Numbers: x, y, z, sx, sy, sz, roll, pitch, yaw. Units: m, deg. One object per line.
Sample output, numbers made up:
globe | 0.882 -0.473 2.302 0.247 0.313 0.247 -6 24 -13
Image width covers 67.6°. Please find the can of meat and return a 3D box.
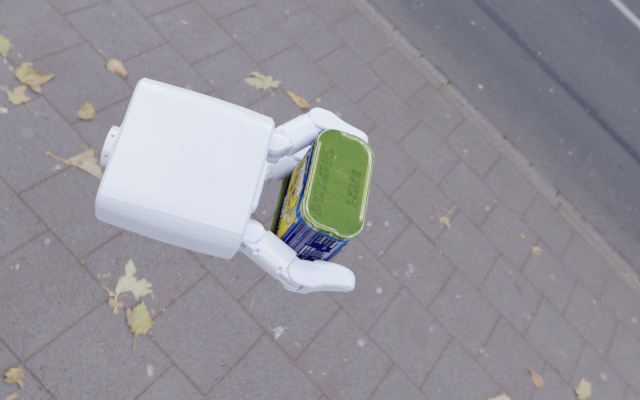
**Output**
can of meat | 0.000 0.001 0.404 0.057 0.102 0.084 20 -32 -14
